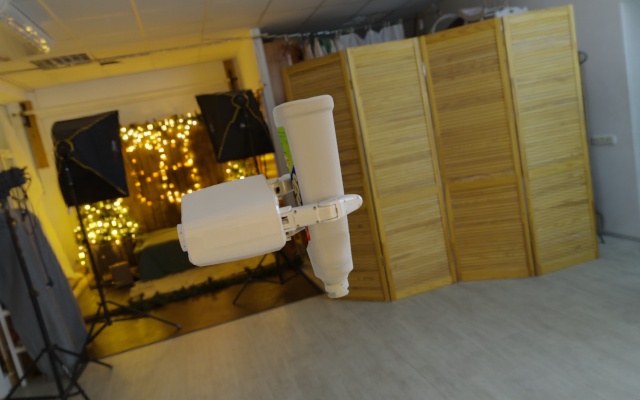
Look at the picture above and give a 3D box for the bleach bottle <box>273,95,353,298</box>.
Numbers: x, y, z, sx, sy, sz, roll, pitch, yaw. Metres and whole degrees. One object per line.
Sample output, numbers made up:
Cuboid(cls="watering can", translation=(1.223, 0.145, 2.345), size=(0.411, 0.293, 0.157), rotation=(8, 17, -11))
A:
Cuboid(cls="bleach bottle", translation=(0.000, 0.002, 0.596), size=(0.068, 0.251, 0.102), rotation=(-13, 10, -10))
